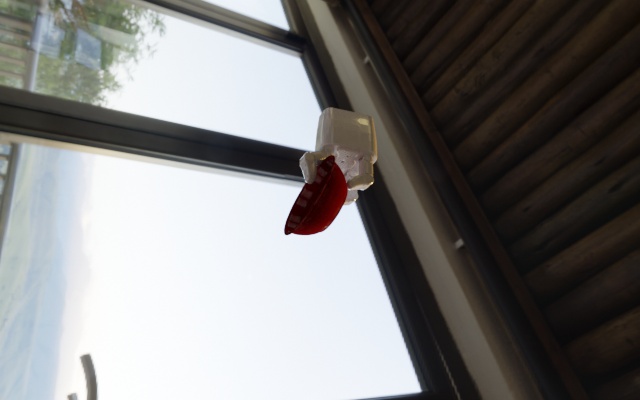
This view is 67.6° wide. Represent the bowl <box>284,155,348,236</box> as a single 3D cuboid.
[{"bbox_3d":[0.000,0.004,0.833,0.055,0.162,0.162,32,-8,-13],"label":"bowl"}]
